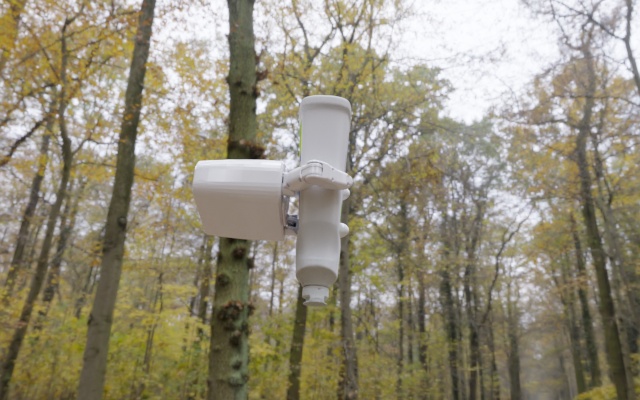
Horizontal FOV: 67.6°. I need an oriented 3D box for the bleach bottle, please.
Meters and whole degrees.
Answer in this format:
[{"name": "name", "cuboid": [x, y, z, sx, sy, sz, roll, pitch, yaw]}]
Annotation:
[{"name": "bleach bottle", "cuboid": [0.000, 0.002, 0.594, 0.068, 0.250, 0.103, 3, -22, 1]}]
